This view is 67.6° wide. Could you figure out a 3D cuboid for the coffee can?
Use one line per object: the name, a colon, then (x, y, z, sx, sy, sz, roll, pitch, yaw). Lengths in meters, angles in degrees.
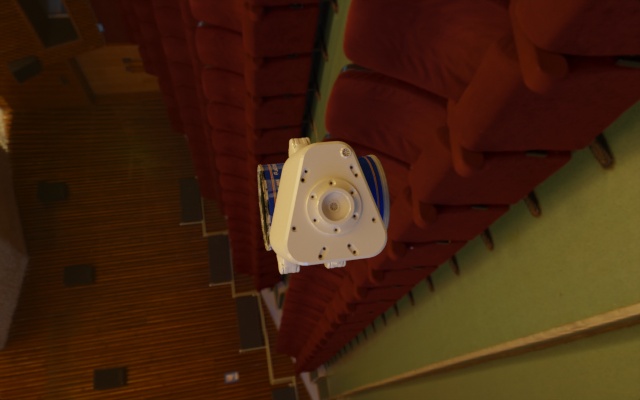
coffee can: (0.000, 0.002, 0.574, 0.140, 0.103, 0.103, -6, 1, -11)
